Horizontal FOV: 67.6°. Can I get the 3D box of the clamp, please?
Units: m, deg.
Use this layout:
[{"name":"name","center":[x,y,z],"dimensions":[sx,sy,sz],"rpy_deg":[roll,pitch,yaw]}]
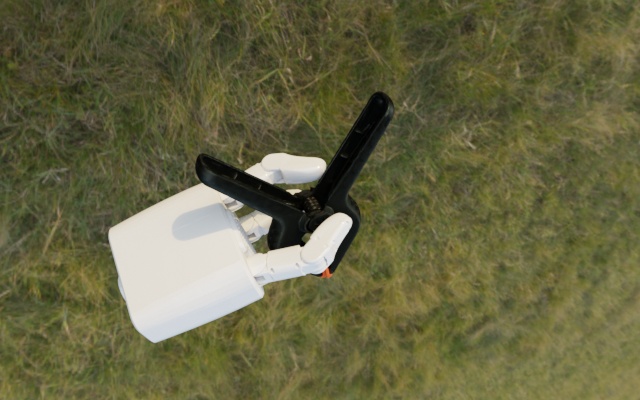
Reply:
[{"name":"clamp","center":[0.000,0.002,0.438],"dimensions":[0.164,0.036,0.210],"rpy_deg":[-25,-39,-5]}]
